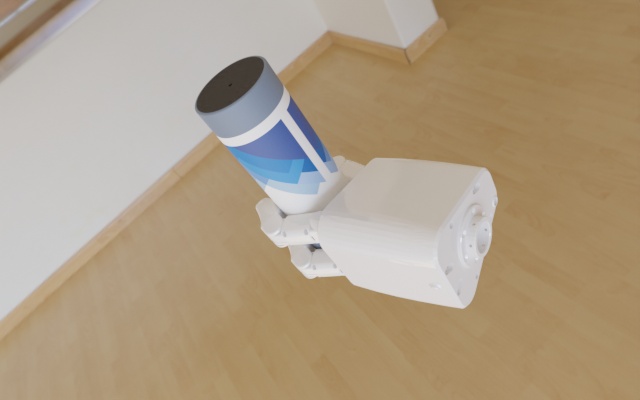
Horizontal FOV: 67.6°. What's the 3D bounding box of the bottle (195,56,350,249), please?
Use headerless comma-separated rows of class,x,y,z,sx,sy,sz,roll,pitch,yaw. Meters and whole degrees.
bottle,0.000,0.001,0.456,0.069,0.069,0.296,0,-37,36
